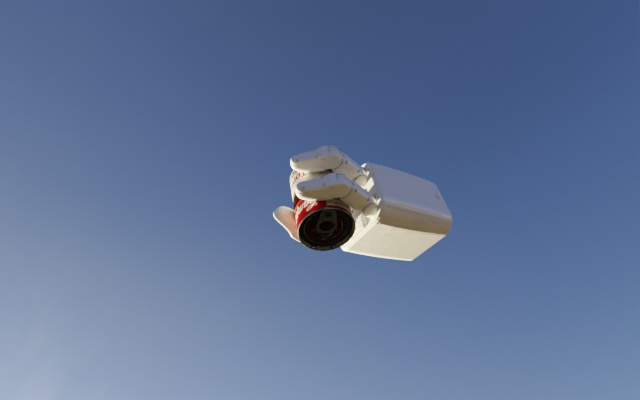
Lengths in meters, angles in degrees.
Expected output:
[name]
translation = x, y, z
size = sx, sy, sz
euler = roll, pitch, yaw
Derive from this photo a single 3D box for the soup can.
[soup can]
translation = 0.000, 0.002, 0.587
size = 0.068, 0.069, 0.102
euler = 0, 41, -11
